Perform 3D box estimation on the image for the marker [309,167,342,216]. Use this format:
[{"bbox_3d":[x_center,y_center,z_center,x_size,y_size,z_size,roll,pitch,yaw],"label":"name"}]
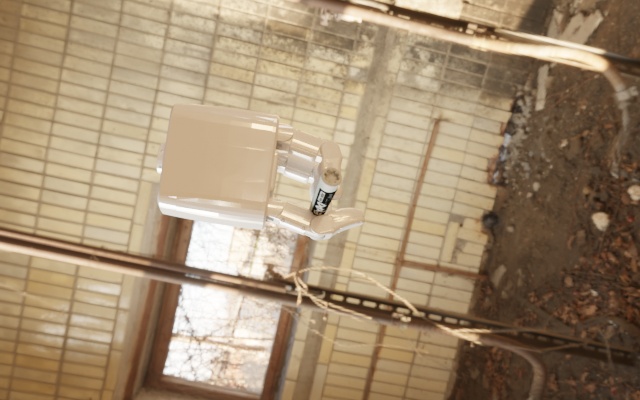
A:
[{"bbox_3d":[0.000,0.002,0.472,0.020,0.020,0.121,0,-22,-10],"label":"marker"}]
